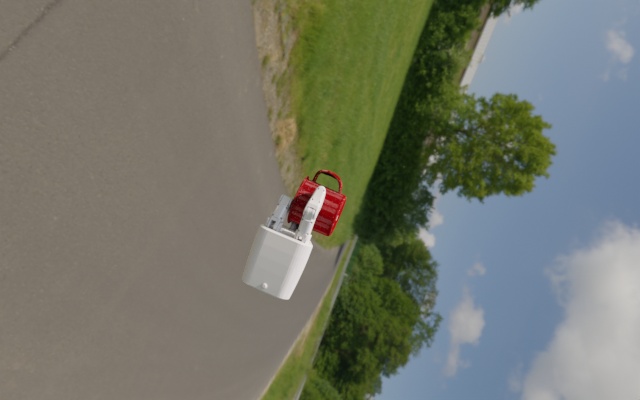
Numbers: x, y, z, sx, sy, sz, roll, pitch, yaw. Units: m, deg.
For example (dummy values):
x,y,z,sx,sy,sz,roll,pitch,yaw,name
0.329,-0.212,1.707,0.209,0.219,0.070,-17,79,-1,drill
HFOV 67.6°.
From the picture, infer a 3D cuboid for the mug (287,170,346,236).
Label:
x,y,z,sx,sy,sz,roll,pitch,yaw,name
0.001,0.002,0.862,0.081,0.117,0.093,23,7,6,mug
